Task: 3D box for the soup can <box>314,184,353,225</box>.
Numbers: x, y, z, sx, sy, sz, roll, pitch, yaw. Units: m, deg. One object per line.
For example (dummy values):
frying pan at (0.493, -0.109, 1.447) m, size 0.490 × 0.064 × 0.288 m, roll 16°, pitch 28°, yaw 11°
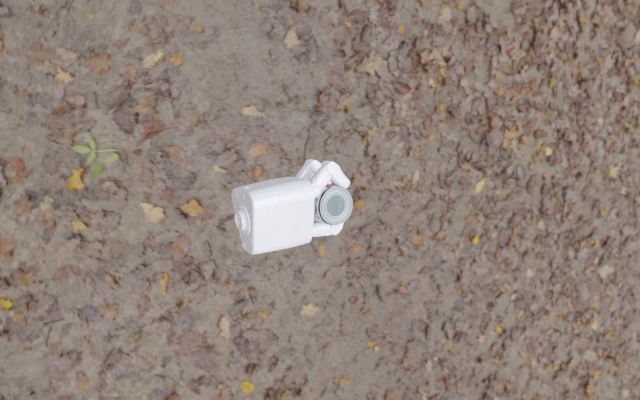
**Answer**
soup can at (0.001, 0.003, 0.821) m, size 0.068 × 0.068 × 0.102 m, roll 0°, pitch 6°, yaw -31°
